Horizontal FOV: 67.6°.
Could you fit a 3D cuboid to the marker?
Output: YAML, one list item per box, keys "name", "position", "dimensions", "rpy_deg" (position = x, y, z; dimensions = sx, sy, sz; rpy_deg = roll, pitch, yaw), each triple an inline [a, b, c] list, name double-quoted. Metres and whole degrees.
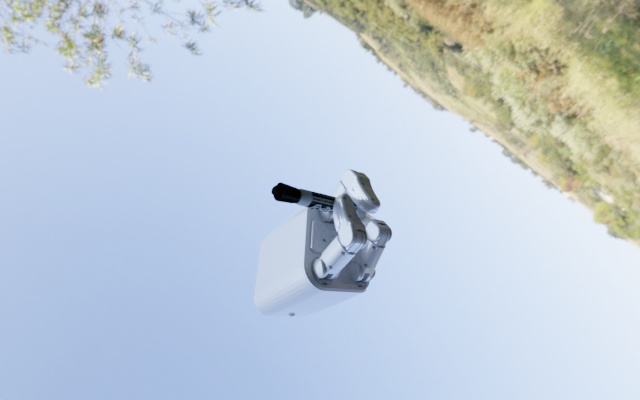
- name: "marker"
  position: [0.000, 0.002, 0.499]
  dimensions: [0.121, 0.020, 0.020]
  rpy_deg: [14, -9, -40]
